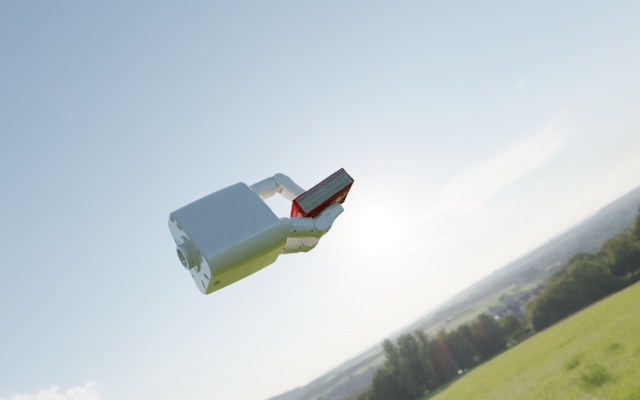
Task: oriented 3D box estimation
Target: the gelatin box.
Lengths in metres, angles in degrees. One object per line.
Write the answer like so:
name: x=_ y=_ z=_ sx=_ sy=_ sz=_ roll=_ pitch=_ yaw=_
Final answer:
gelatin box: x=0.000 y=0.002 z=0.657 sx=0.089 sy=0.030 sz=0.073 roll=-35 pitch=-14 yaw=-21
